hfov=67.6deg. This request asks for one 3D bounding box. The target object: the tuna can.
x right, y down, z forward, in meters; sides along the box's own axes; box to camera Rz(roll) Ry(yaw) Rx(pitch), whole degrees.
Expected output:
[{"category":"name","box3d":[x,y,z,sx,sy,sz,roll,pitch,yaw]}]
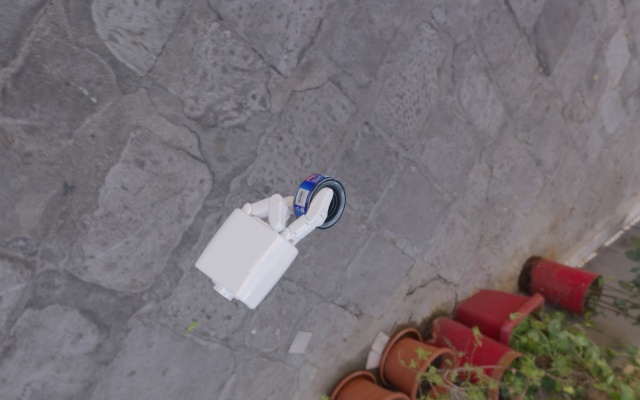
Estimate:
[{"category":"tuna can","box3d":[0.001,0.003,0.742,0.086,0.086,0.033,0,13,-44]}]
